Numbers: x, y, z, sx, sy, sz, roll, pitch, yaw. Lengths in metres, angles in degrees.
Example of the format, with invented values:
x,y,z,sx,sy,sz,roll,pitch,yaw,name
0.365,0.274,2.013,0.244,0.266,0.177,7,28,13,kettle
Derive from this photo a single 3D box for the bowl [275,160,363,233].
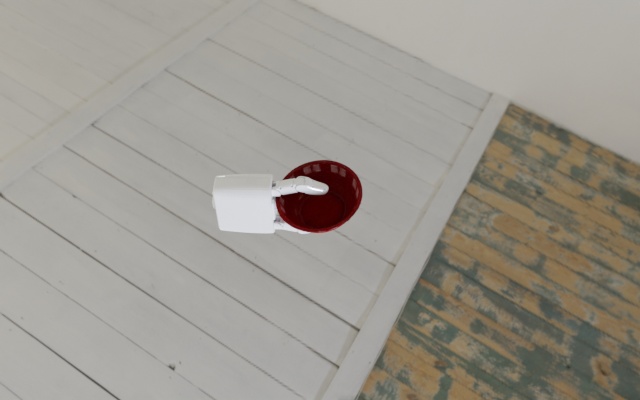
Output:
x,y,z,sx,sy,sz,roll,pitch,yaw,name
0.001,0.003,0.891,0.162,0.162,0.055,0,-34,11,bowl
